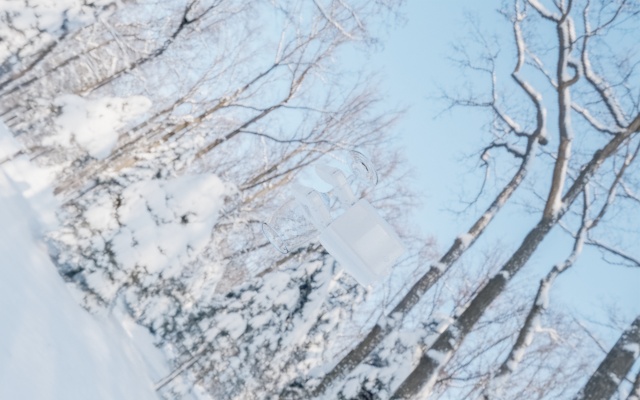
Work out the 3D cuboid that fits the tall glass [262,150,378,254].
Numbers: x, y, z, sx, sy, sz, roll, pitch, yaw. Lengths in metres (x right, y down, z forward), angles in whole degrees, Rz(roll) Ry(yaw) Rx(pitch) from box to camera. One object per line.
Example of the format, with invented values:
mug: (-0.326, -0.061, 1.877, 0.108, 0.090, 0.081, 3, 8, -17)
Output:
tall glass: (0.001, 0.002, 0.780, 0.201, 0.079, 0.079, -38, 16, -22)
